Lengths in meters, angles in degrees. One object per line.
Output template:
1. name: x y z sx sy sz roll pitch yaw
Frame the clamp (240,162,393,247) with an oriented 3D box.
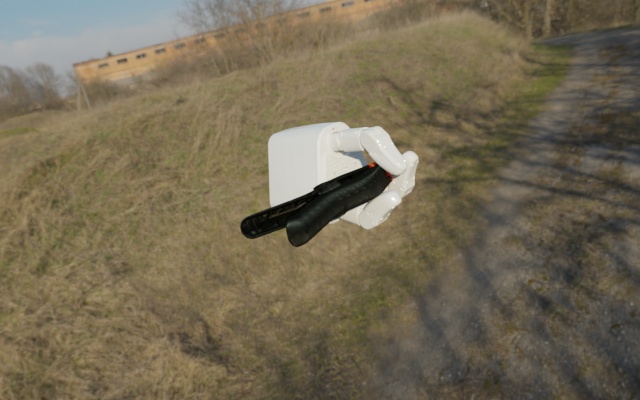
1. clamp: 0.000 0.001 0.498 0.171 0.039 0.120 -27 19 -37
